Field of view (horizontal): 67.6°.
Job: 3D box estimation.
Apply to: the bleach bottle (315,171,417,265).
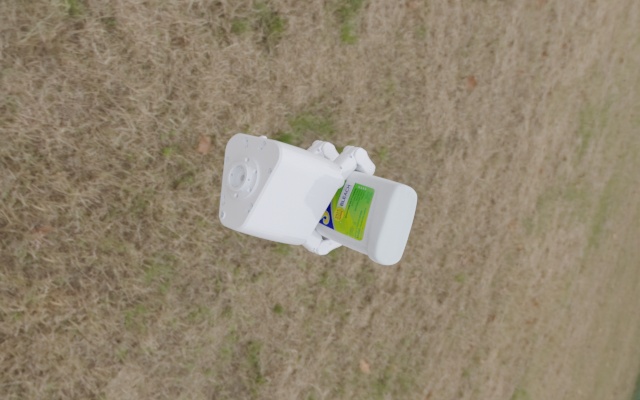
[{"bbox_3d":[0.000,0.002,0.644,0.251,0.102,0.068,16,-1,39],"label":"bleach bottle"}]
